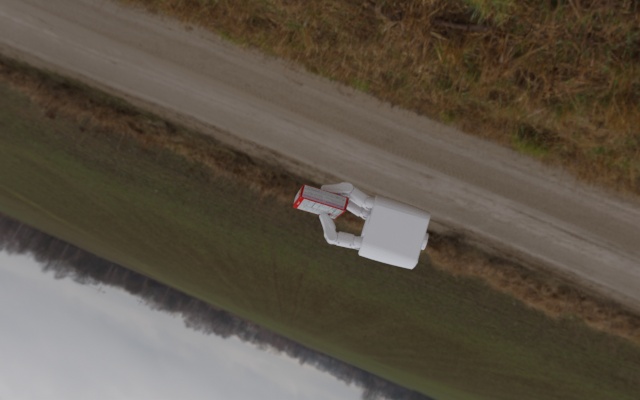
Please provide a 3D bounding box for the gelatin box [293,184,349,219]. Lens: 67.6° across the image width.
[{"bbox_3d":[0.000,0.003,0.889,0.089,0.030,0.073,16,-17,-9],"label":"gelatin box"}]
